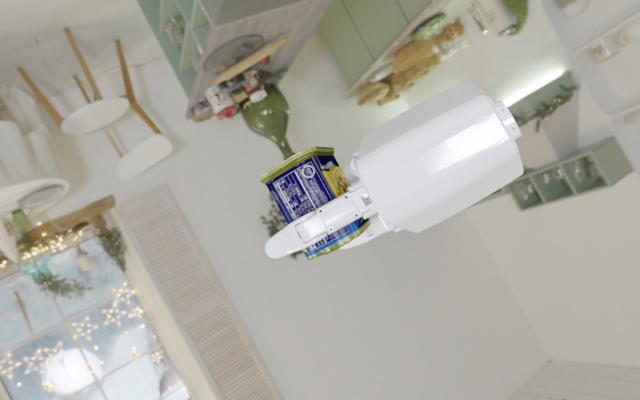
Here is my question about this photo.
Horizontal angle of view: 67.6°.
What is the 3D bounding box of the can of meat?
[{"bbox_3d":[0.000,0.002,0.433,0.057,0.084,0.102,-30,-2,15],"label":"can of meat"}]
